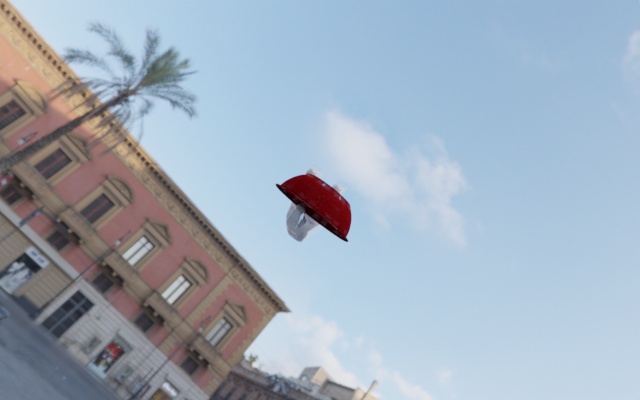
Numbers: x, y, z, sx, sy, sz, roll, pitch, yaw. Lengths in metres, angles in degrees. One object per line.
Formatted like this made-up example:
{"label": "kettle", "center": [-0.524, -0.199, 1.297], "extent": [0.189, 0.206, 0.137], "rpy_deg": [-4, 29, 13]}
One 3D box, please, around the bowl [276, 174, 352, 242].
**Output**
{"label": "bowl", "center": [0.001, 0.002, 0.836], "extent": [0.162, 0.055, 0.162], "rpy_deg": [38, -6, 4]}
